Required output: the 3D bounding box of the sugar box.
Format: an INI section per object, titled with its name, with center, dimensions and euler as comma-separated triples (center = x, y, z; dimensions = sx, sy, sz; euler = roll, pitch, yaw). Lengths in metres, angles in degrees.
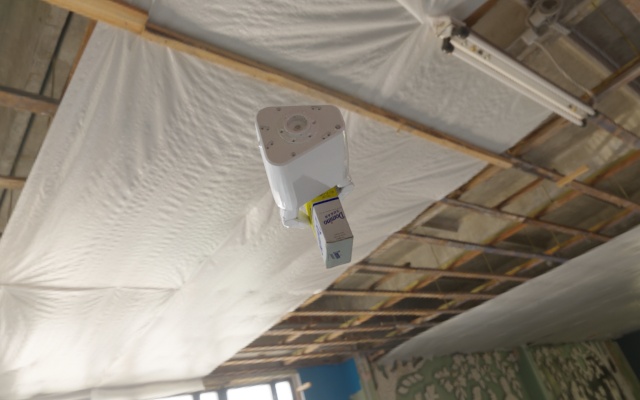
[sugar box]
center = 0.000, 0.002, 0.704
dimensions = 0.048, 0.176, 0.093
euler = -13, -29, -7
